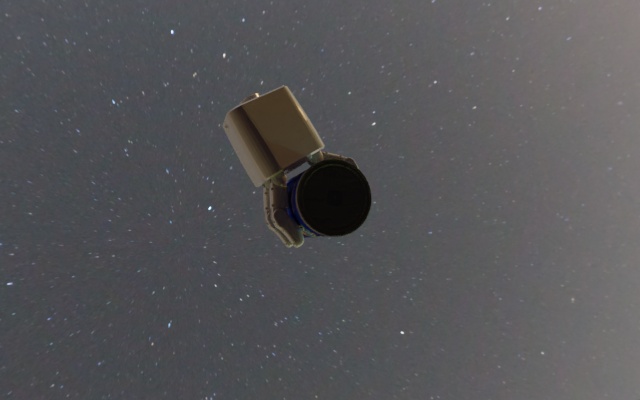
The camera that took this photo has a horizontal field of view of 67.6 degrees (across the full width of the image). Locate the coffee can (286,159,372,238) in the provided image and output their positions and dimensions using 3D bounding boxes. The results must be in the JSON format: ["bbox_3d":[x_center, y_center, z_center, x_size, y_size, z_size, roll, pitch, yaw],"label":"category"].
[{"bbox_3d":[0.000,0.002,0.685,0.103,0.103,0.140,0,-5,-16],"label":"coffee can"}]
